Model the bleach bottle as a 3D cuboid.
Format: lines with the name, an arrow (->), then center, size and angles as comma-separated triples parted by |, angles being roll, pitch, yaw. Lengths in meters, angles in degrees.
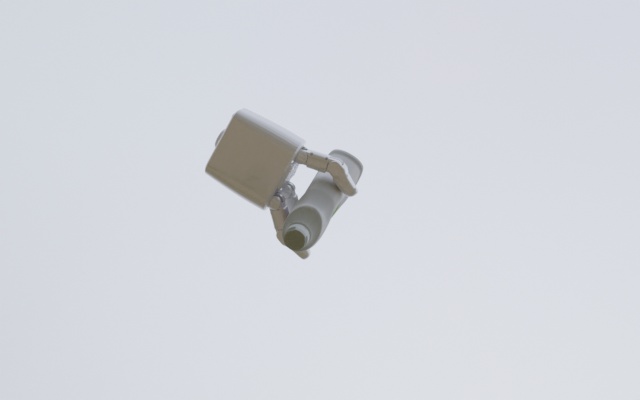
bleach bottle -> 0.000, 0.002, 0.703 | 0.068, 0.103, 0.250 | 30, 23, 2
